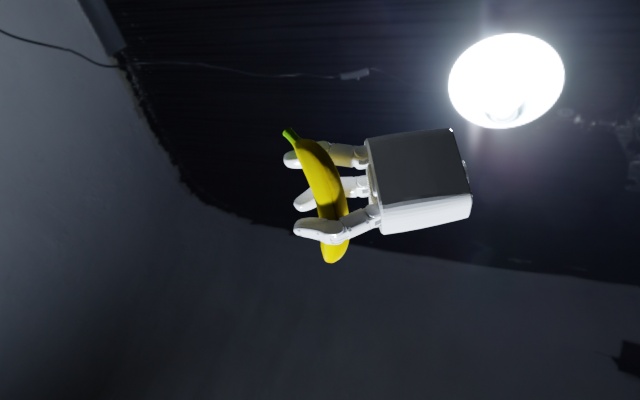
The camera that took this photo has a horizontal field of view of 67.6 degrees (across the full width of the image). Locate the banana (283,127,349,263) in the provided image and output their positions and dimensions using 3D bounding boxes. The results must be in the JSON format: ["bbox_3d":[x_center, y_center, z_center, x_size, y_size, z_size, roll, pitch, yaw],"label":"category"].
[{"bbox_3d":[0.007,0.005,0.579,0.037,0.198,0.069,-25,29,-17],"label":"banana"}]
